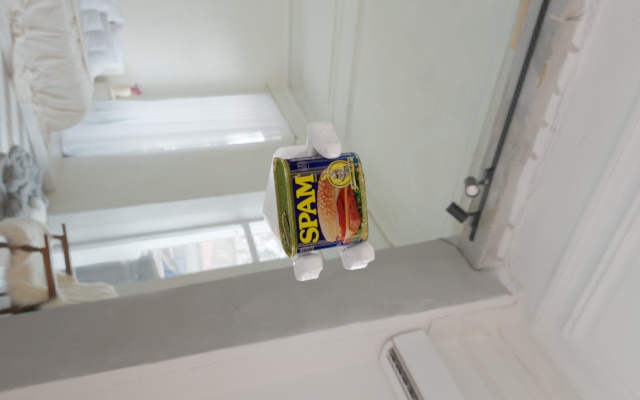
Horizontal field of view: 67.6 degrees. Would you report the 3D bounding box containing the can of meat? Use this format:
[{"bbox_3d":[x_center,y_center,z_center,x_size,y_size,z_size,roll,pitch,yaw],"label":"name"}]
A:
[{"bbox_3d":[0.000,0.001,0.498,0.084,0.102,0.057,-8,10,-16],"label":"can of meat"}]
